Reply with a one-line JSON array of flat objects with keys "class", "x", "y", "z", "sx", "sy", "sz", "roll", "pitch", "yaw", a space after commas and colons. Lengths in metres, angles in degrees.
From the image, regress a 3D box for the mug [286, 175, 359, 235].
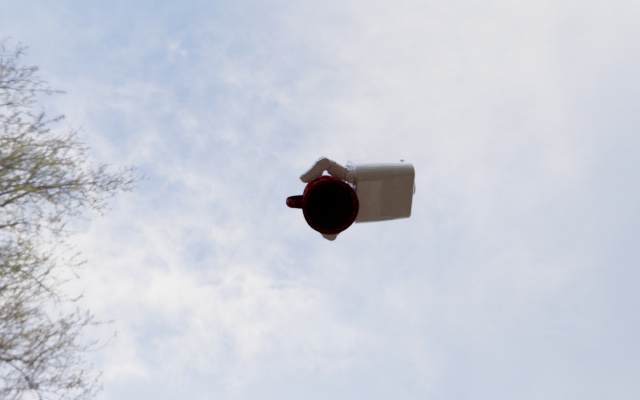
[{"class": "mug", "x": -0.001, "y": 0.003, "z": 0.803, "sx": 0.117, "sy": 0.093, "sz": 0.081, "roll": -2, "pitch": 12, "yaw": -6}]
